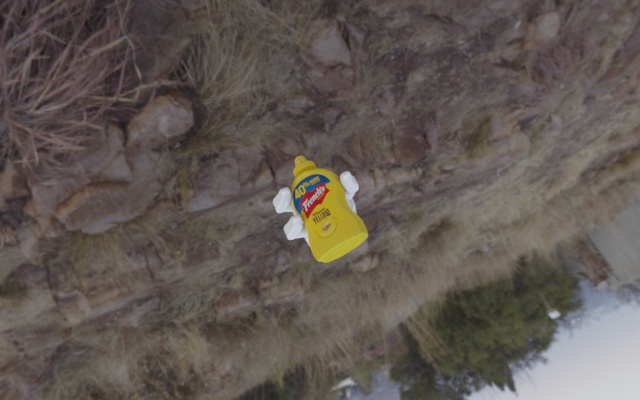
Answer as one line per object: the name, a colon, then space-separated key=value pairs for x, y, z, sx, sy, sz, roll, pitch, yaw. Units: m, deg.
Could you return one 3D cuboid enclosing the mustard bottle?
mustard bottle: x=0.000 y=0.003 z=0.821 sx=0.096 sy=0.191 sz=0.058 roll=-35 pitch=-26 yaw=20
